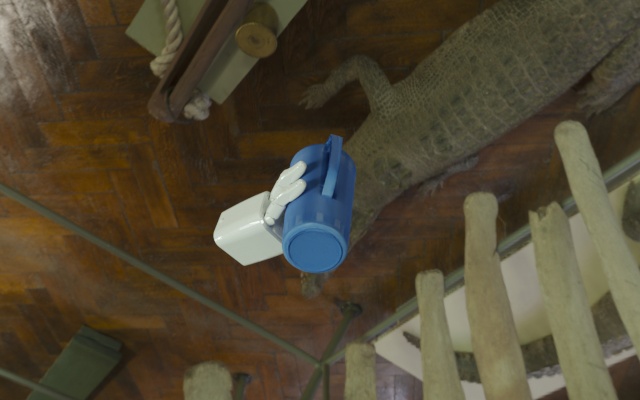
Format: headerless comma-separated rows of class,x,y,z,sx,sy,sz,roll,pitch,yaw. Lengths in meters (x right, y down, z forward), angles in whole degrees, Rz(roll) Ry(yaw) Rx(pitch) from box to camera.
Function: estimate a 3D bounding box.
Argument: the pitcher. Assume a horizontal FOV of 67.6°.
pitcher,0.000,0.003,0.853,0.145,0.149,0.242,-21,32,18
